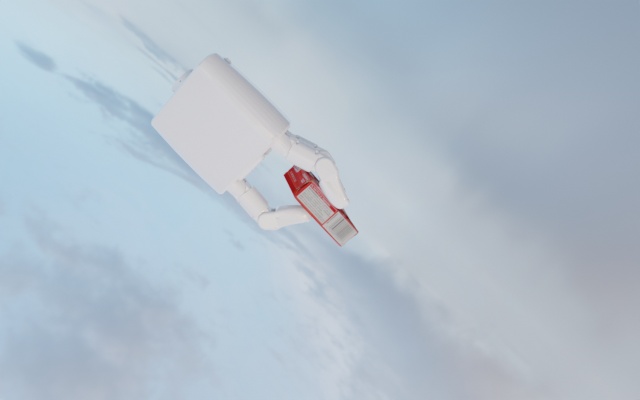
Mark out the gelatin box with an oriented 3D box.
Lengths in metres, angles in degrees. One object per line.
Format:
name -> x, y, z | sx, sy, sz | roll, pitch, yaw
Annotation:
gelatin box -> 0.000, 0.002, 0.552 | 0.030, 0.089, 0.073 | -40, 24, 5
